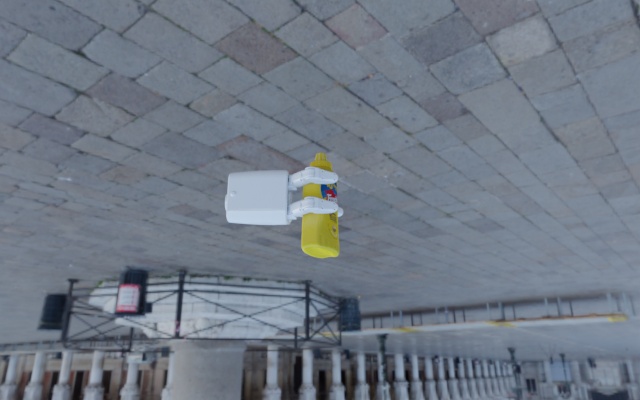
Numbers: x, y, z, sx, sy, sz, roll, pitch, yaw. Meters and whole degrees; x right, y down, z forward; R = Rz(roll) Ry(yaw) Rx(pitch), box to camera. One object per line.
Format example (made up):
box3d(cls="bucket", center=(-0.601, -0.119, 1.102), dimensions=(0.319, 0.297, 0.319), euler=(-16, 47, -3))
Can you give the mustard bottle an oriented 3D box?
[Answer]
box3d(cls="mustard bottle", center=(0.000, 0.003, 0.869), dimensions=(0.058, 0.191, 0.096), euler=(-9, -21, 23))
